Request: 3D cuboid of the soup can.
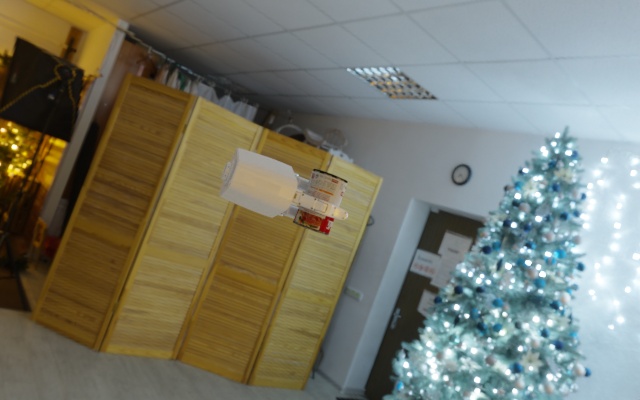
[{"bbox_3d":[0.001,0.003,0.840,0.068,0.102,0.068,21,-1,0],"label":"soup can"}]
